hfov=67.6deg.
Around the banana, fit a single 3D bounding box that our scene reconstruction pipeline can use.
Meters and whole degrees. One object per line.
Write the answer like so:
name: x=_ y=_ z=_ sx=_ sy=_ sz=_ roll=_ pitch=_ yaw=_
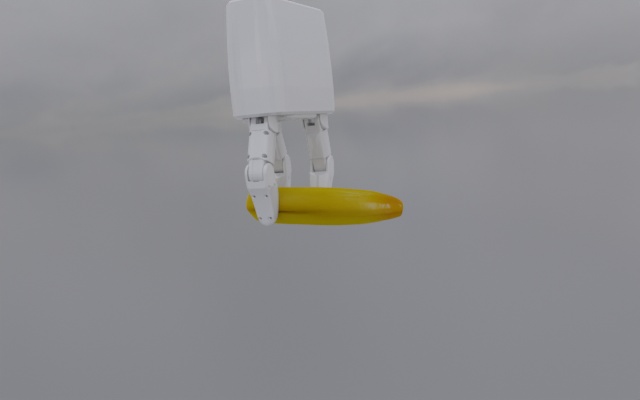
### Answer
banana: x=-0.015 y=0.004 z=0.478 sx=0.198 sy=0.037 sz=0.069 roll=1 pitch=7 yaw=44
